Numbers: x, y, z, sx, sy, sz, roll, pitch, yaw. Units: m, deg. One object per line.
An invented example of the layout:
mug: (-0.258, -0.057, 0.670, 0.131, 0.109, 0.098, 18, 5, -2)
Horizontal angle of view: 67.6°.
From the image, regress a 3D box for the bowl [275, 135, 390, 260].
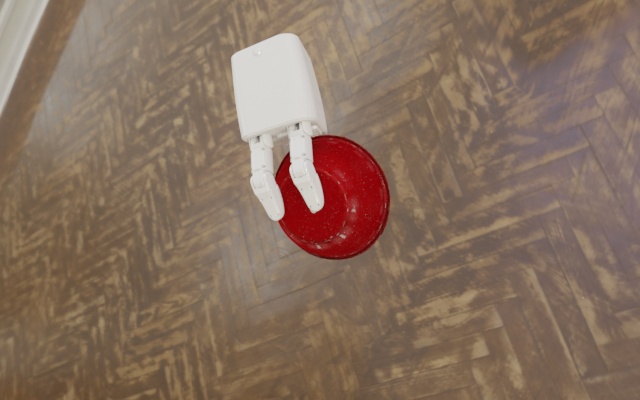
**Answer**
bowl: (0.001, 0.003, 0.584, 0.162, 0.162, 0.055, 0, 10, 25)
